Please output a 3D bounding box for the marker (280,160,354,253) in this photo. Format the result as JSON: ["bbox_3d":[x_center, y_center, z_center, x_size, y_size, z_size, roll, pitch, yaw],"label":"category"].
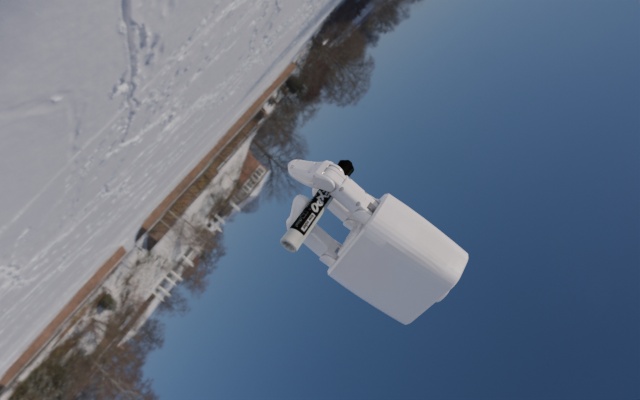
[{"bbox_3d":[0.000,0.002,0.483,0.020,0.020,0.121,0,44,45],"label":"marker"}]
